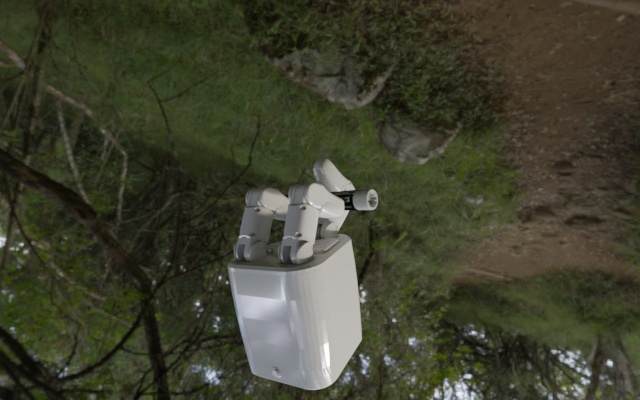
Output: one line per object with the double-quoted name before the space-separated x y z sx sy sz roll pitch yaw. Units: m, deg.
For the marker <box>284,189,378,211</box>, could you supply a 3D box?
"marker" 0.000 0.001 0.461 0.121 0.020 0.020 -3 -2 40
